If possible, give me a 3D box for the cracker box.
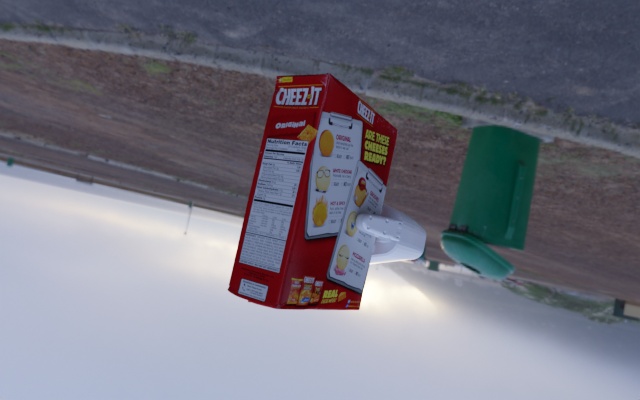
[{"bbox_3d":[0.000,0.002,0.495,0.072,0.213,0.164,8,-7,32],"label":"cracker box"}]
